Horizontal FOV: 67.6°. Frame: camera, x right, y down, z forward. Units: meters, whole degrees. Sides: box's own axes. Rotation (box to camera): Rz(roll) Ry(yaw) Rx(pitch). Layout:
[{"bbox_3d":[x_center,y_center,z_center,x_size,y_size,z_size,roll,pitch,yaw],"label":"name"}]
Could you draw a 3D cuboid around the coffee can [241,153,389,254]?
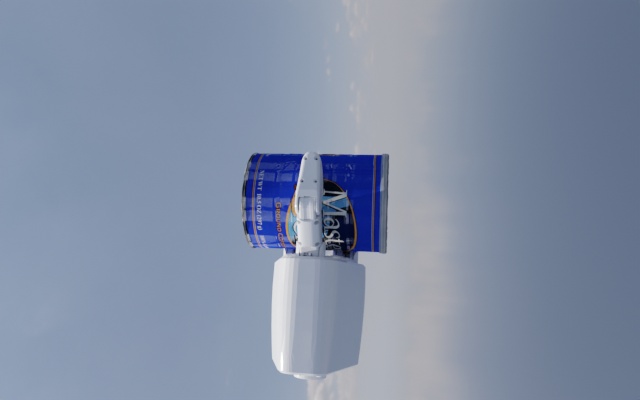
[{"bbox_3d":[0.000,0.001,0.500,0.140,0.103,0.103,2,0,8],"label":"coffee can"}]
